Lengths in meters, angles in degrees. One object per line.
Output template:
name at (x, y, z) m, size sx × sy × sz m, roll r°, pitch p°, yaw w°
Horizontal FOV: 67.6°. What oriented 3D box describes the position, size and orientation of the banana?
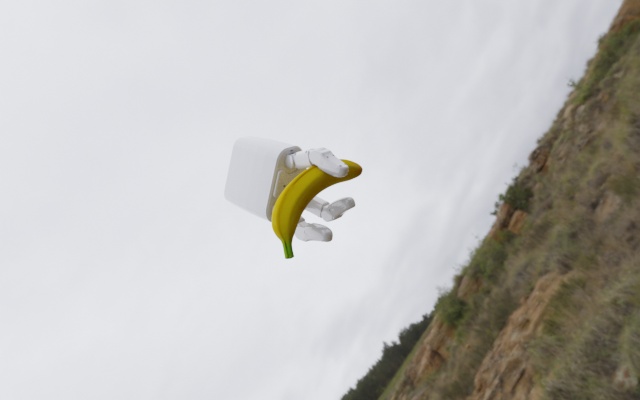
banana at (-0.010, -0.010, 0.657) m, size 0.037 × 0.070 × 0.197 m, roll 0°, pitch 39°, yaw 45°
